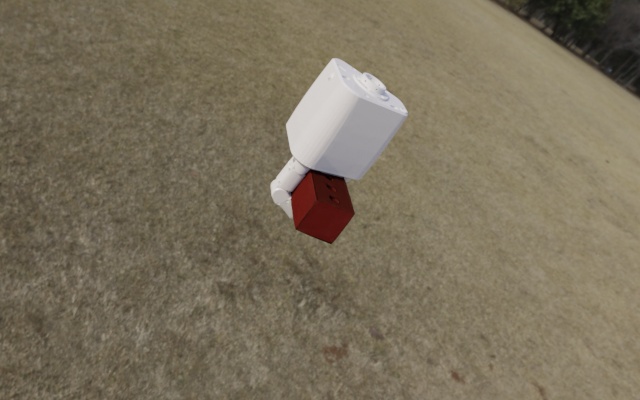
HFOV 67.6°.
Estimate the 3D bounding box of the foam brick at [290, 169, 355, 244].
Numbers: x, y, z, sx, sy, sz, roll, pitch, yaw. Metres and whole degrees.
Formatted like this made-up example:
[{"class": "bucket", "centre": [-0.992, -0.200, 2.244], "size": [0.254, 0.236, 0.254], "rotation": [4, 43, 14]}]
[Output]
[{"class": "foam brick", "centre": [0.000, 0.002, 0.573], "size": [0.053, 0.051, 0.078], "rotation": [23, 32, -26]}]
